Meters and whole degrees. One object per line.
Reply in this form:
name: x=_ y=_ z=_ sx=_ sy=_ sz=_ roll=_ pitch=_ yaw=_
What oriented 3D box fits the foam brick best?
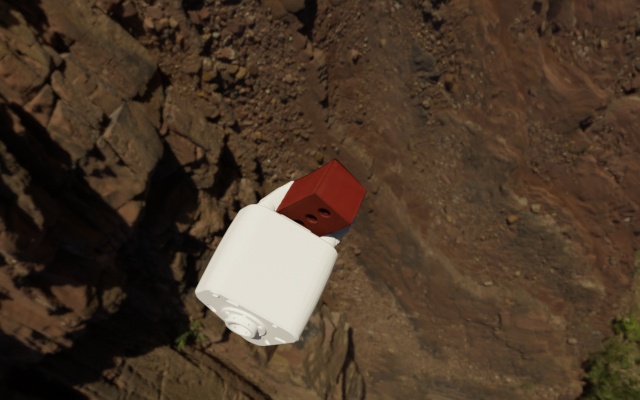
foam brick: x=0.000 y=0.001 z=0.508 sx=0.053 sy=0.051 sz=0.078 roll=43 pitch=-38 yaw=-18
